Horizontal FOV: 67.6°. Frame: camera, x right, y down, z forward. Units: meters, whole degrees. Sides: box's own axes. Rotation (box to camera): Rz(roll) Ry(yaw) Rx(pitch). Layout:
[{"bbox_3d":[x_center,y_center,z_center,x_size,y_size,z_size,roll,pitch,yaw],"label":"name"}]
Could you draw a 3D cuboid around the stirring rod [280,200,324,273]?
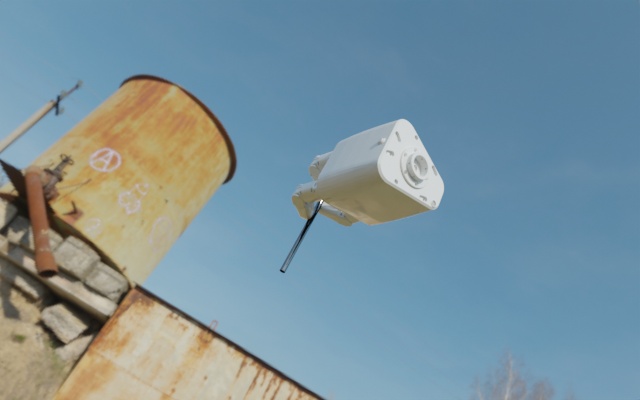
[{"bbox_3d":[0.000,0.002,0.682,0.011,0.239,0.011,21,-32,14],"label":"stirring rod"}]
